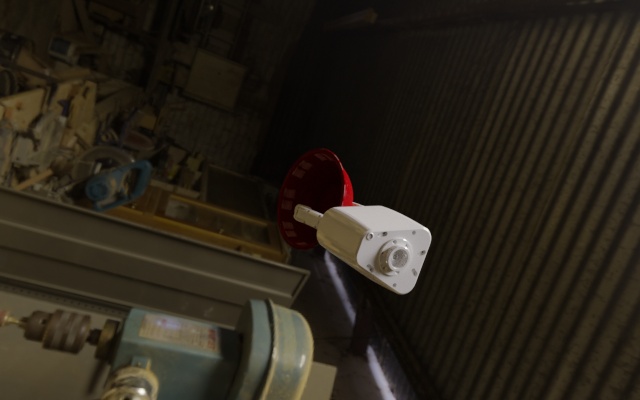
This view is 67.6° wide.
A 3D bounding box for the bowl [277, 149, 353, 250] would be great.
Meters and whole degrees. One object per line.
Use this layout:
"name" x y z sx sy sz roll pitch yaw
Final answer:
"bowl" 0.000 0.002 0.759 0.055 0.162 0.162 16 -10 -39
